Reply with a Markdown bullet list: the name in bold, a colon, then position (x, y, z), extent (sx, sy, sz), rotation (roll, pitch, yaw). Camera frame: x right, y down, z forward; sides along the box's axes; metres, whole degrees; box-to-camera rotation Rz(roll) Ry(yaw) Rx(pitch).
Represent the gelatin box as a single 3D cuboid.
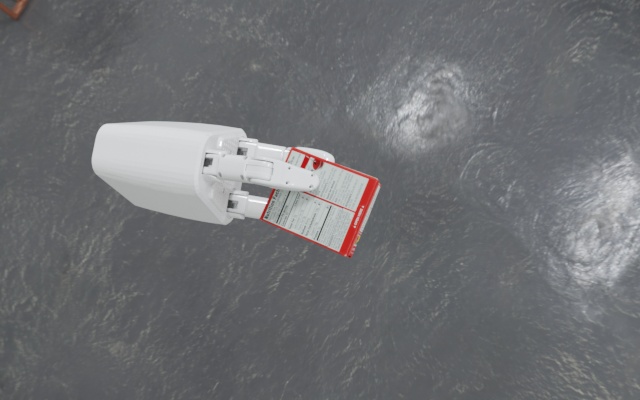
- **gelatin box**: position (0.000, 0.001, 0.432), extent (0.089, 0.073, 0.030), rotation (22, -3, 15)
